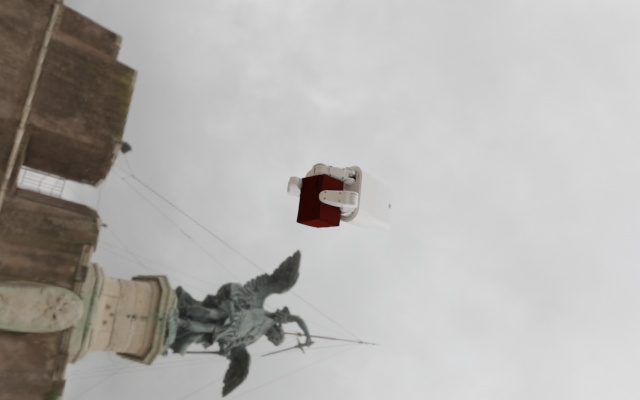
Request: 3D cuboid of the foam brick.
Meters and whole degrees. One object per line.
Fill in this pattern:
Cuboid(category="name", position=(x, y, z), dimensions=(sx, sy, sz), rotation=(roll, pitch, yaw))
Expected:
Cuboid(category="foam brick", position=(0.000, 0.003, 0.778), dimensions=(0.053, 0.078, 0.051), rotation=(-7, -21, 42))
